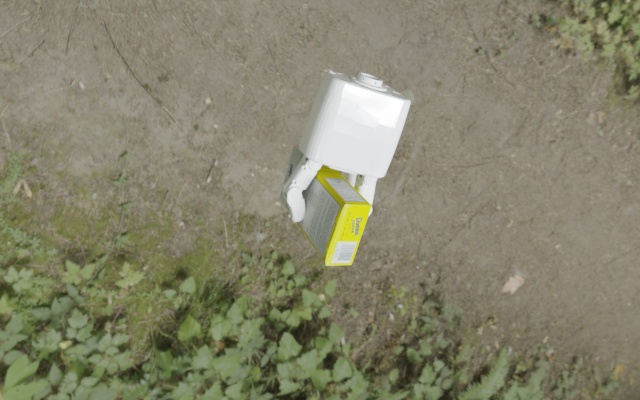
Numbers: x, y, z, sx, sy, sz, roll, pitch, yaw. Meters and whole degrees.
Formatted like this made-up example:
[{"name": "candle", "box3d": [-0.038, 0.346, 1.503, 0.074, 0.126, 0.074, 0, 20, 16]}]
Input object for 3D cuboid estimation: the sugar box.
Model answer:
[{"name": "sugar box", "box3d": [0.001, 0.002, 0.657, 0.048, 0.093, 0.176, 4, 28, -26]}]
